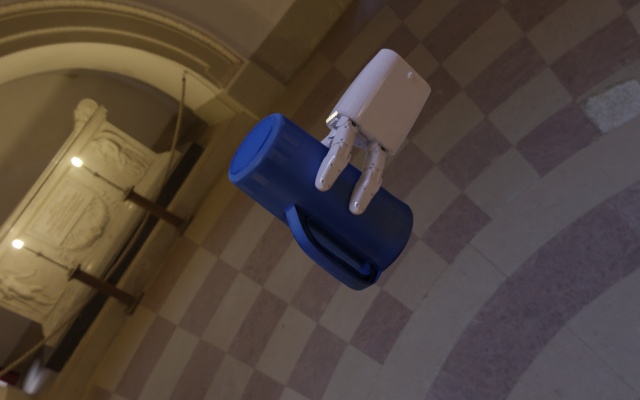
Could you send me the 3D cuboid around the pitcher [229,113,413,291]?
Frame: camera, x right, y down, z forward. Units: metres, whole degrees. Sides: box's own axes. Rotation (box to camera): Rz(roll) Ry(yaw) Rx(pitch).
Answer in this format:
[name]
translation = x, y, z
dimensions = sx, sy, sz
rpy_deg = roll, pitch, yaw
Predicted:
[pitcher]
translation = 0.000, 0.002, 0.641
dimensions = 0.243, 0.145, 0.149
rpy_deg = 36, -5, -25
